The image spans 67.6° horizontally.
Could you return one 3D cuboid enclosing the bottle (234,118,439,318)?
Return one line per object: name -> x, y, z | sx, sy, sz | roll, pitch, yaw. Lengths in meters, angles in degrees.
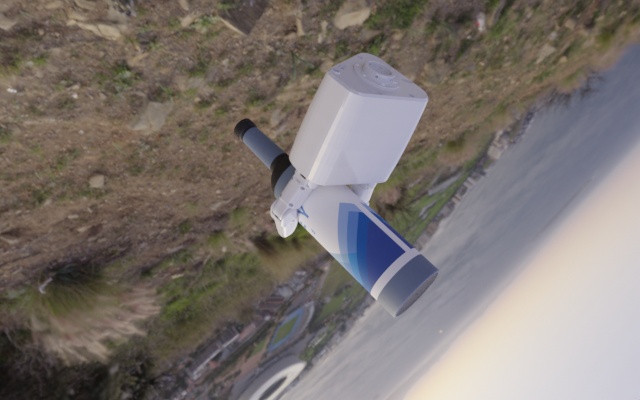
bottle -> 0.000, 0.002, 0.541 | 0.295, 0.069, 0.069 | 44, 20, 23
